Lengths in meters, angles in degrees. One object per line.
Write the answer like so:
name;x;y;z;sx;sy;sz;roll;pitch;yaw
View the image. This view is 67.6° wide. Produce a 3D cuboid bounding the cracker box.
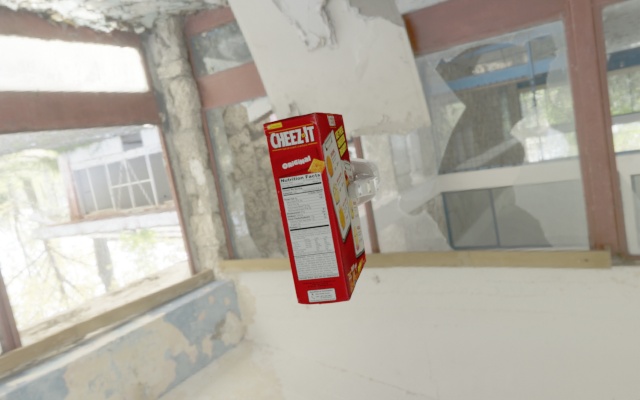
cracker box;0.000;0.002;0.602;0.072;0.214;0.164;-9;7;14
